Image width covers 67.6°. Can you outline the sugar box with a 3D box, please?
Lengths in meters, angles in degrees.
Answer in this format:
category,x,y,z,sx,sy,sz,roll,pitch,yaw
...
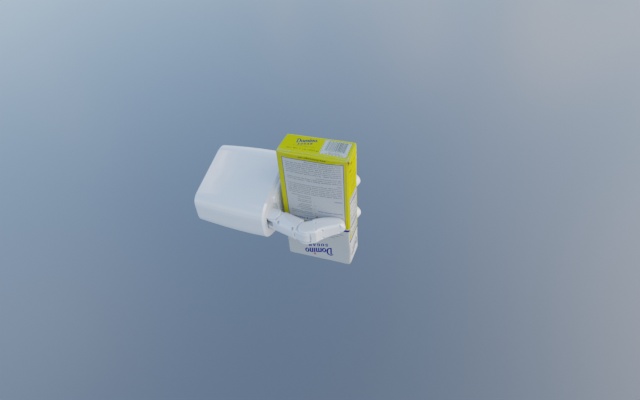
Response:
category,x,y,z,sx,sy,sz,roll,pitch,yaw
sugar box,0.000,0.002,0.627,0.093,0.176,0.048,11,45,16
